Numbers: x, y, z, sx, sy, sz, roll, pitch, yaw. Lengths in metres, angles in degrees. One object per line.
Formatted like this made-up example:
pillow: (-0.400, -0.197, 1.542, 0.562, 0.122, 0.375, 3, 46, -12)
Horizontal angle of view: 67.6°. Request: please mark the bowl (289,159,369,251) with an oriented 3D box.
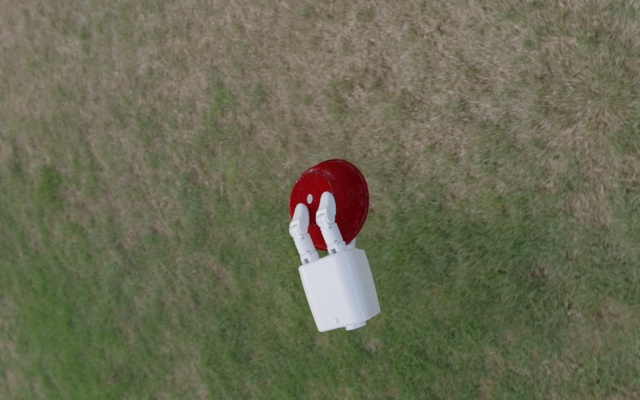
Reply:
bowl: (-0.001, 0.001, 0.803, 0.162, 0.162, 0.055, 0, -10, 38)
